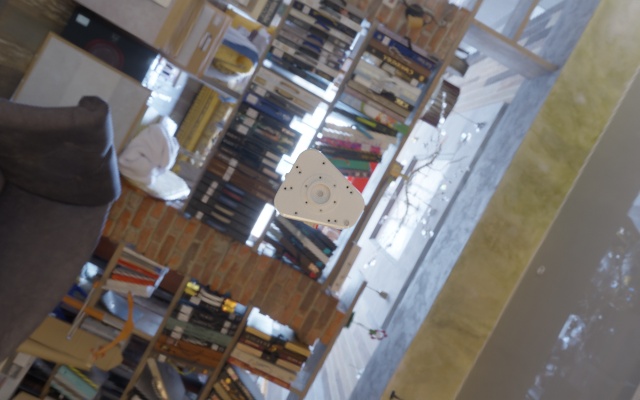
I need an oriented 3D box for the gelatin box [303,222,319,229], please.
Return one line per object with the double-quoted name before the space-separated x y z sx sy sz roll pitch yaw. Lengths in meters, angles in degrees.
"gelatin box" 0.001 0.003 0.783 0.030 0.073 0.089 28 -13 4
